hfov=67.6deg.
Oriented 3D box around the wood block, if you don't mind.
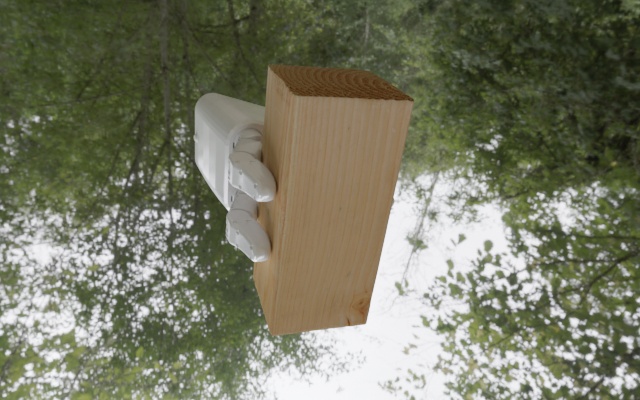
[{"bbox_3d":[0.000,0.001,0.403,0.091,0.206,0.090,-3,29,-19],"label":"wood block"}]
